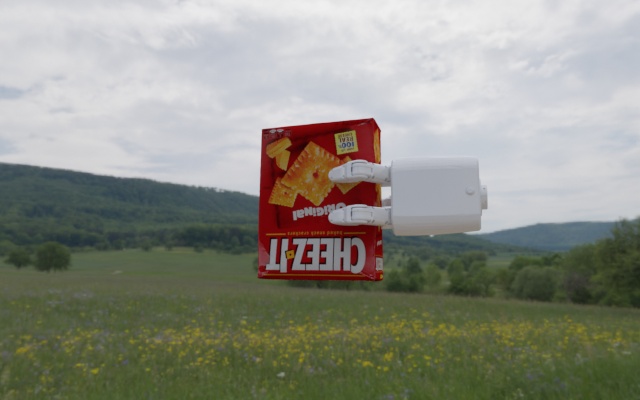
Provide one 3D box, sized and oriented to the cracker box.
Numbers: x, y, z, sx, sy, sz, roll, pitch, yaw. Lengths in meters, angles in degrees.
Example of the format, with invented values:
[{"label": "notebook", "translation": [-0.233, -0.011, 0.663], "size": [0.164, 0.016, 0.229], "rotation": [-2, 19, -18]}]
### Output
[{"label": "cracker box", "translation": [0.000, 0.002, 0.657], "size": [0.164, 0.213, 0.072], "rotation": [-2, -9, 16]}]
